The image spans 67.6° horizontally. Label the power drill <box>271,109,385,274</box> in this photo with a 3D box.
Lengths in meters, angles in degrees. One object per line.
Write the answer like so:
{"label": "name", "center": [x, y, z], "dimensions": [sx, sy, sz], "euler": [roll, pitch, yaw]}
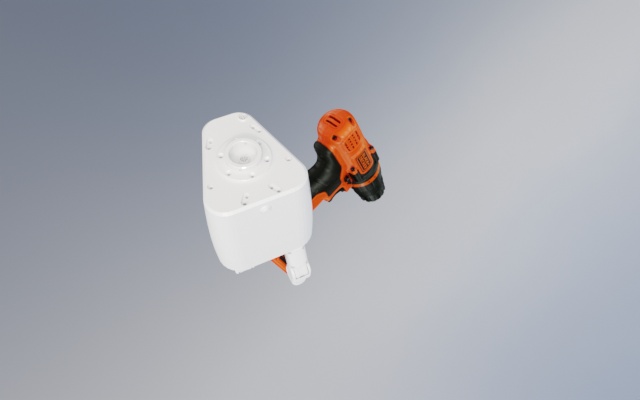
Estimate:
{"label": "power drill", "center": [0.000, 0.002, 0.588], "dimensions": [0.057, 0.187, 0.184], "euler": [35, -9, 33]}
